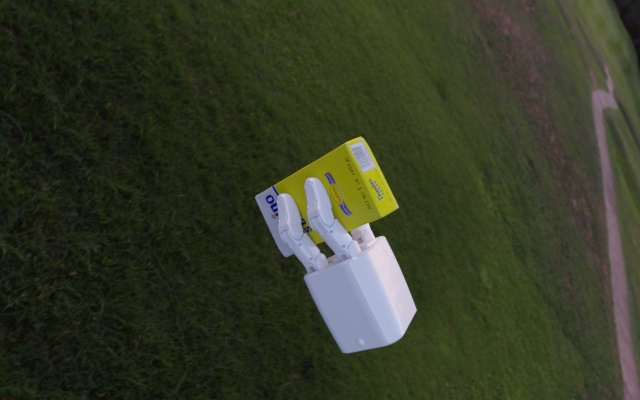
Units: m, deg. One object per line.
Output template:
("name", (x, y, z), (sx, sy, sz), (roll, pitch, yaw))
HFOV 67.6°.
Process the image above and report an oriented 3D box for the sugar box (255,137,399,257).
("sugar box", (0.000, 0.002, 0.585), (0.176, 0.093, 0.048), (-28, -3, 40))
